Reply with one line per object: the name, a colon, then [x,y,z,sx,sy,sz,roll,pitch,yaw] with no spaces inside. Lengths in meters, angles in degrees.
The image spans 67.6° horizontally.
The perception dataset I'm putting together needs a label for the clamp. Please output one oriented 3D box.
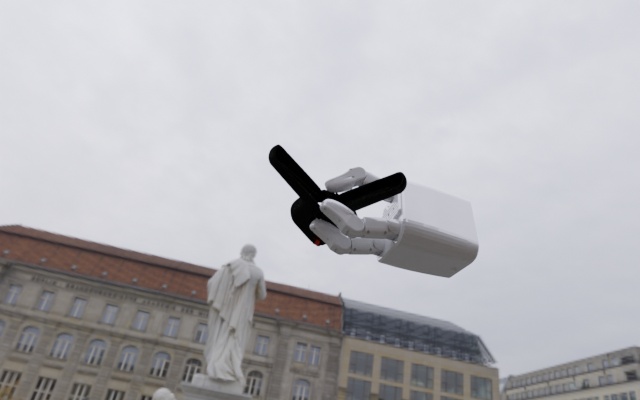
clamp: [0.000,0.002,0.631,0.164,0.036,0.210,17,-31,-7]
